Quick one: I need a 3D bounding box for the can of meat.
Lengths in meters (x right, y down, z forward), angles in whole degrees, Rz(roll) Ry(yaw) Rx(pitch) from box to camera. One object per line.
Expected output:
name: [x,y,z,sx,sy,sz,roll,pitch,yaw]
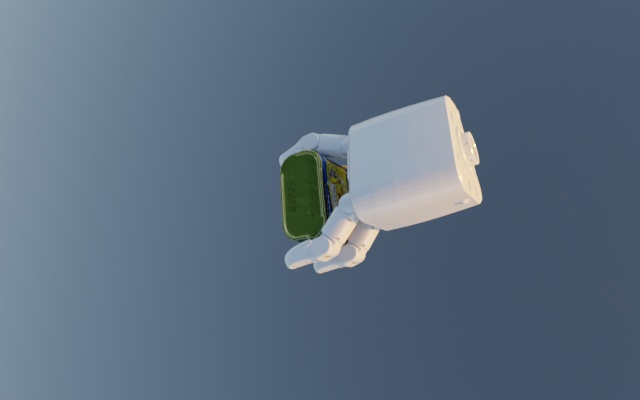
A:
can of meat: [0.000,0.002,0.531,0.057,0.102,0.084,-13,-17,27]
